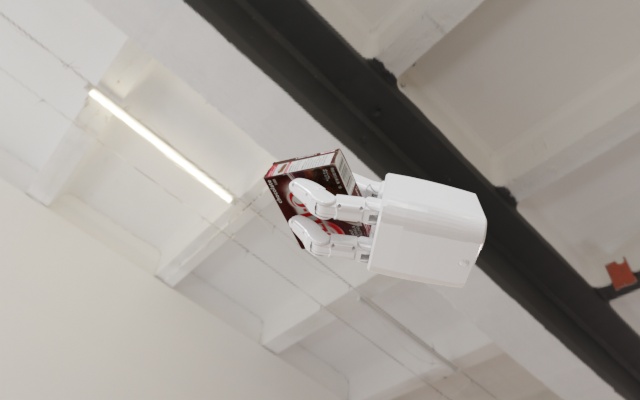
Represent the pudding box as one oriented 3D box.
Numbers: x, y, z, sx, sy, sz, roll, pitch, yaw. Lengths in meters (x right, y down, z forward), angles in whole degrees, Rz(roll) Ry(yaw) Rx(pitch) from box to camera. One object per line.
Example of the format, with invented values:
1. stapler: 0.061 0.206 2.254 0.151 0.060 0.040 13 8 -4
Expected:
1. pudding box: 0.000 0.002 0.550 0.090 0.113 0.039 -10 31 25
